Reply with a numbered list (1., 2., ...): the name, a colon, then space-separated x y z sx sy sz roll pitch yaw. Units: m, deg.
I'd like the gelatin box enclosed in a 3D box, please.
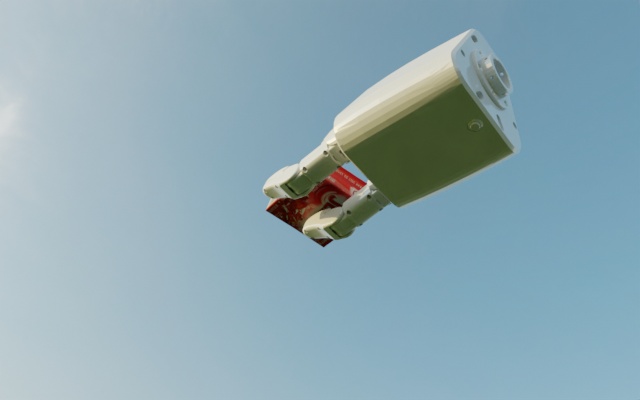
1. gelatin box: 0.000 0.001 0.458 0.073 0.030 0.089 33 -40 -15
